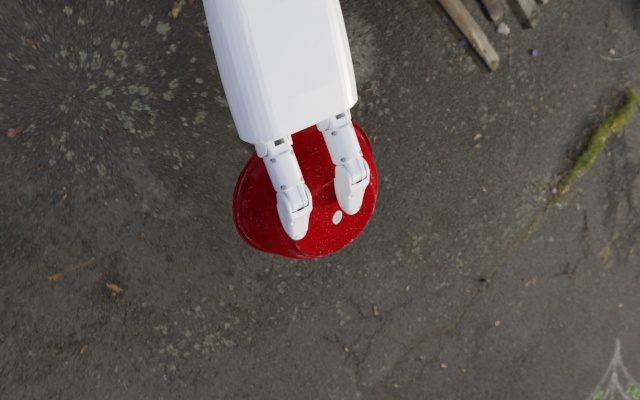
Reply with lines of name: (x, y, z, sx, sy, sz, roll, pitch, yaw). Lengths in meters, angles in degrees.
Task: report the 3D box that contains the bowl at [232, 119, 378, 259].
bowl: (0.001, 0.003, 0.460, 0.162, 0.162, 0.055, 0, 32, -39)
